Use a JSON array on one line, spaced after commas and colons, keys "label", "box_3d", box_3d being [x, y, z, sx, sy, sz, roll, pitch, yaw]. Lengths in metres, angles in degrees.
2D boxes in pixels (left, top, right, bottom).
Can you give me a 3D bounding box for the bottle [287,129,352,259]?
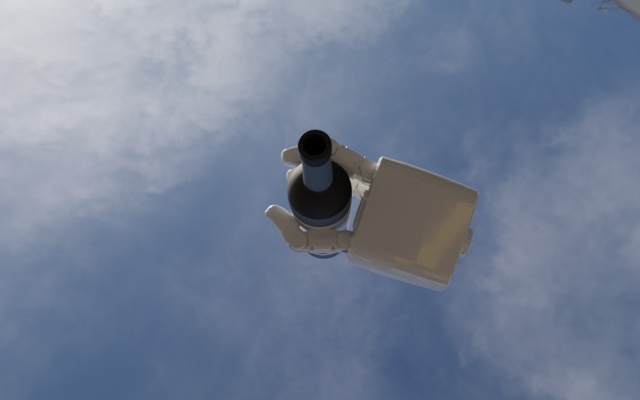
[{"label": "bottle", "box_3d": [0.000, 0.002, 0.517, 0.069, 0.069, 0.296, 0, -18, 2]}]
